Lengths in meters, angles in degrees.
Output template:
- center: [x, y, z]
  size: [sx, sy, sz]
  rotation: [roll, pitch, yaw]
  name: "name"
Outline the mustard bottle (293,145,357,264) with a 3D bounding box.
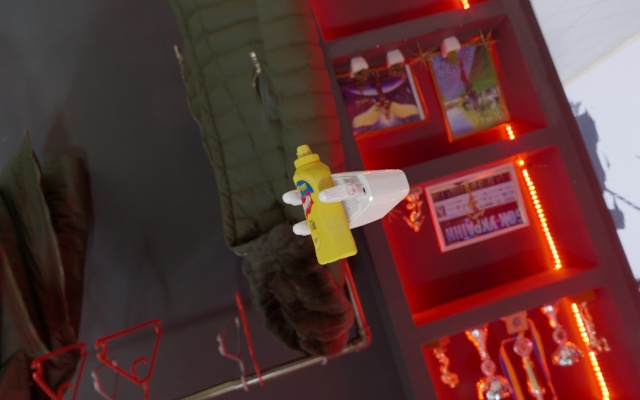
- center: [0.000, 0.003, 0.764]
  size: [0.058, 0.191, 0.096]
  rotation: [-15, -7, -17]
  name: "mustard bottle"
